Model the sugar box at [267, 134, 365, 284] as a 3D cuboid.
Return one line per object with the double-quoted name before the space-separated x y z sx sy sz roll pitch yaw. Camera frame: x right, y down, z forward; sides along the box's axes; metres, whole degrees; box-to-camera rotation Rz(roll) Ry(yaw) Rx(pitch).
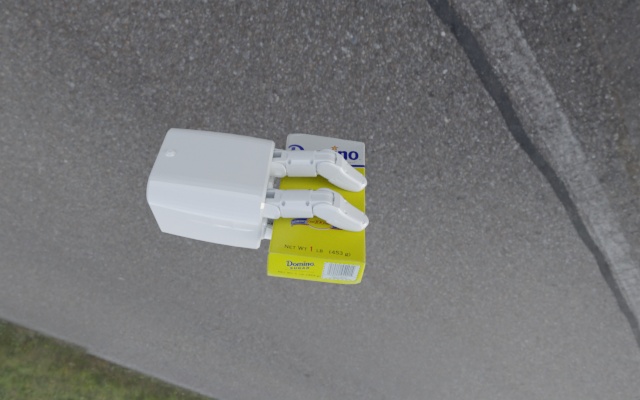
"sugar box" 0.000 0.001 0.510 0.093 0.176 0.048 7 -41 -4
